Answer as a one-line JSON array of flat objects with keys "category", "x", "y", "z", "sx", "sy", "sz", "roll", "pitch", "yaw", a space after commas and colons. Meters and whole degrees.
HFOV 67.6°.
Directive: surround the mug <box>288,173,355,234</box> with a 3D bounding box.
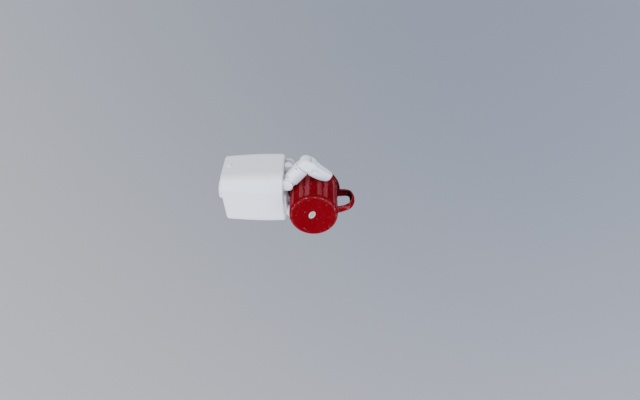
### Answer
[{"category": "mug", "x": 0.002, "y": 0.003, "z": 0.819, "sx": 0.117, "sy": 0.093, "sz": 0.081, "roll": -1, "pitch": 36, "yaw": 0}]
